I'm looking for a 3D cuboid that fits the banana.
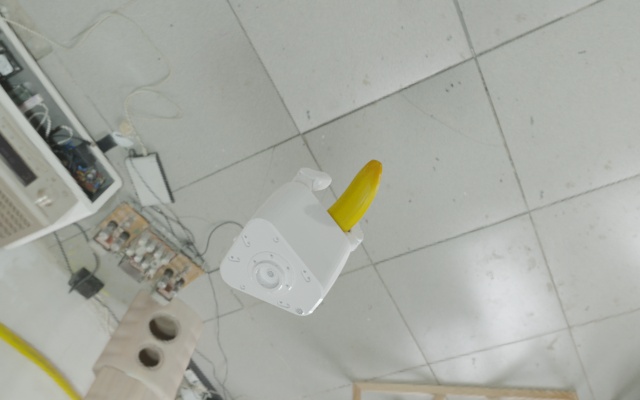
[{"bbox_3d":[0.006,0.020,0.611,0.198,0.069,0.037,-28,-3,29],"label":"banana"}]
